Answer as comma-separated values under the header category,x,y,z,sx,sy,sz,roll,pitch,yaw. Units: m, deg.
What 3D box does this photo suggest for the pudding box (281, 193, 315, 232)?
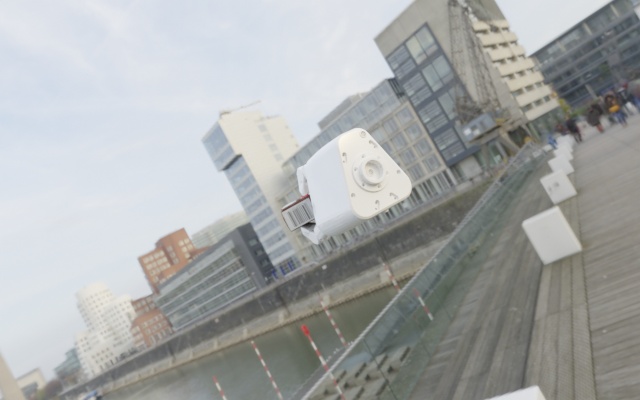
category,x,y,z,sx,sy,sz,roll,pitch,yaw
pudding box,0.000,0.002,0.720,0.113,0.039,0.090,-27,0,3
